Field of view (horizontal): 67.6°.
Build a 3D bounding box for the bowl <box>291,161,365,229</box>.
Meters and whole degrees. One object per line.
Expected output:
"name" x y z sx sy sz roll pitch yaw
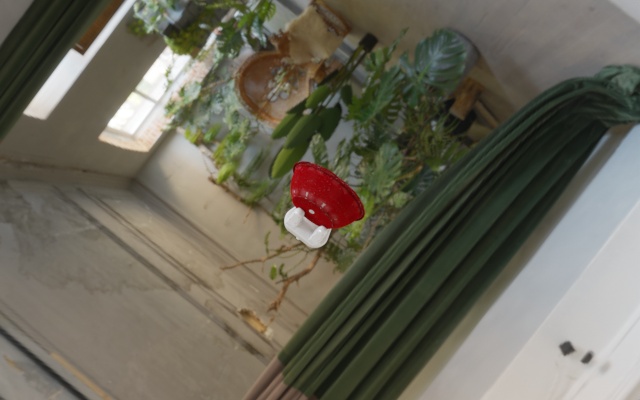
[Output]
"bowl" 0.000 0.003 0.876 0.162 0.055 0.162 32 -22 15
